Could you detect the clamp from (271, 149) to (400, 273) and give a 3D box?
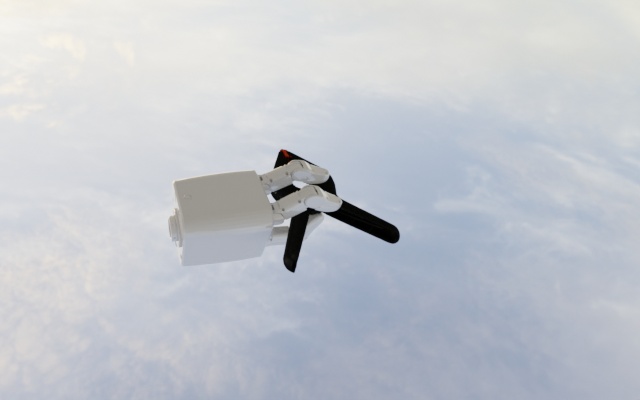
[{"bbox_3d":[0.000,0.002,0.648,0.164,0.036,0.209,-6,45,-24],"label":"clamp"}]
